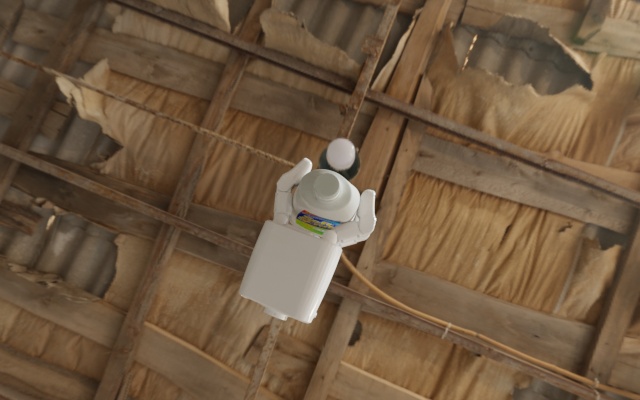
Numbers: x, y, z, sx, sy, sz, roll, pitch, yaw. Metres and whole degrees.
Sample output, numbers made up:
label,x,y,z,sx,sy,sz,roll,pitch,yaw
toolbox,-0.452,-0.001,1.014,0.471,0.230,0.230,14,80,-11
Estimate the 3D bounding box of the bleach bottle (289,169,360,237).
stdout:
label,x,y,z,sx,sy,sz,roll,pitch,yaw
bleach bottle,0.000,0.002,0.662,0.102,0.068,0.251,21,-10,4
